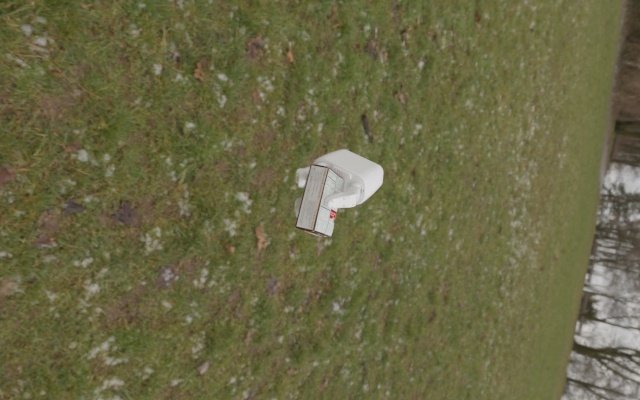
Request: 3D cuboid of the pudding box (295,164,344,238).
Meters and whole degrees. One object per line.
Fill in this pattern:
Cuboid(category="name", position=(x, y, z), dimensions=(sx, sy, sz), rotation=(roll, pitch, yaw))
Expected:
Cuboid(category="pudding box", position=(0.000, 0.003, 0.818), dimensions=(0.039, 0.113, 0.090), rotation=(9, -7, 22))
